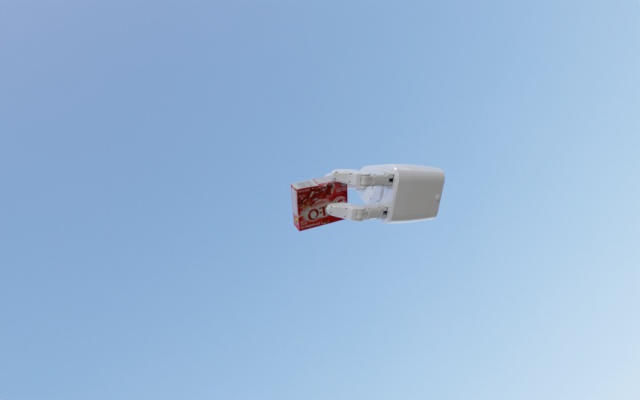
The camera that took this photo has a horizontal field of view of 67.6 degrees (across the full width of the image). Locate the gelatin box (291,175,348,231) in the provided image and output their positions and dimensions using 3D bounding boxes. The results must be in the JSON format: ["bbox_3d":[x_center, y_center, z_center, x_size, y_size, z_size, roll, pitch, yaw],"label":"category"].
[{"bbox_3d":[0.000,0.002,0.756,0.089,0.073,0.030,-13,28,-21],"label":"gelatin box"}]
